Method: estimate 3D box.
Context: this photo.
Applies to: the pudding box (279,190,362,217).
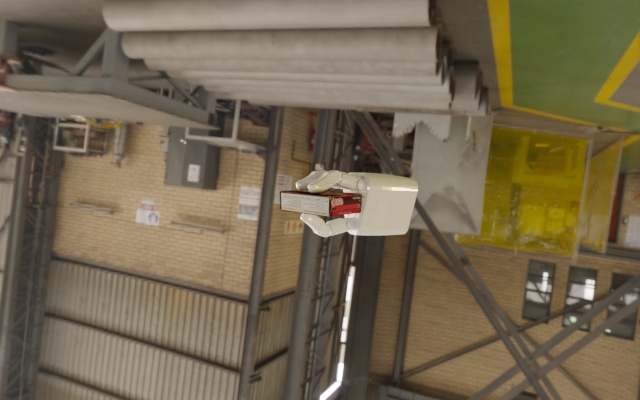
[{"bbox_3d":[0.000,0.003,0.811,0.113,0.039,0.090,4,4,38],"label":"pudding box"}]
